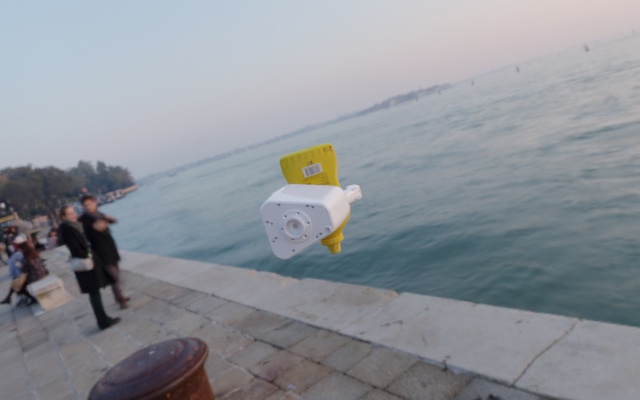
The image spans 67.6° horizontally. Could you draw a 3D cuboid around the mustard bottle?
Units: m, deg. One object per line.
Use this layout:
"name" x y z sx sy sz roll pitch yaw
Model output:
"mustard bottle" 0.000 0.002 0.837 0.096 0.191 0.058 -18 9 -7
